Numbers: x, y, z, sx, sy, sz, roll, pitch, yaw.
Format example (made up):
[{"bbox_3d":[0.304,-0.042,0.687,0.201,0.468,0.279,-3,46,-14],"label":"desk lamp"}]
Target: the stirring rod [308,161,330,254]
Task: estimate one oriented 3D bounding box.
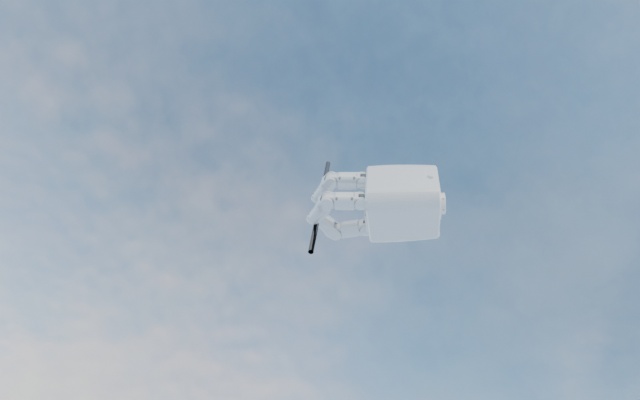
[{"bbox_3d":[0.000,0.003,0.767,0.011,0.011,0.239,0,36,8],"label":"stirring rod"}]
